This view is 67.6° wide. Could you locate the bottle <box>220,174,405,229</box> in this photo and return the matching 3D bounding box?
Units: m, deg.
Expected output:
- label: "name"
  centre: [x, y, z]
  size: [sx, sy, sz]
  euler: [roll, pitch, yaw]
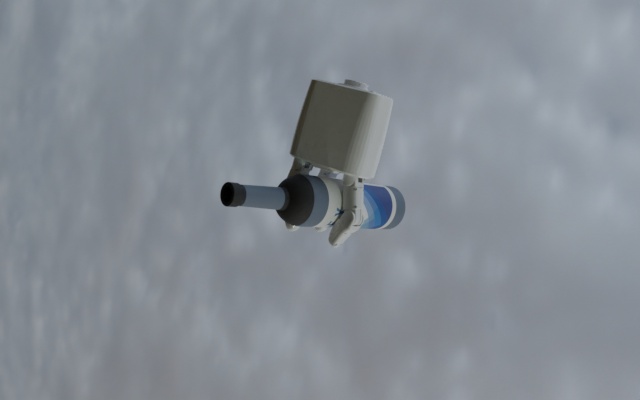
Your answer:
- label: "bottle"
  centre: [0.000, 0.002, 0.630]
  size: [0.069, 0.069, 0.296]
  euler: [0, -4, 45]
